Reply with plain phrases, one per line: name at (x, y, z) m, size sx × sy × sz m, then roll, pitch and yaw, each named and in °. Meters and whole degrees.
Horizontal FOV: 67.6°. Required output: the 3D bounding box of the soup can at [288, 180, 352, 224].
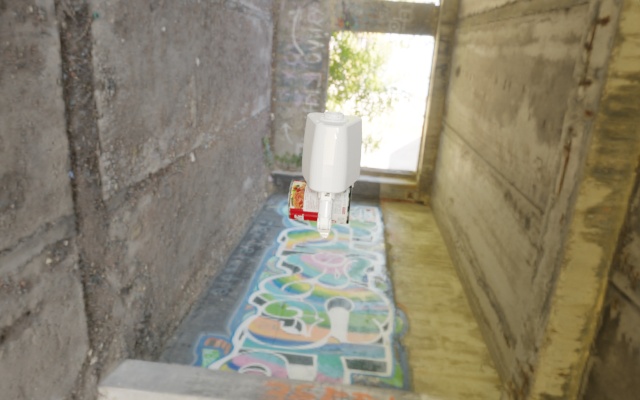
soup can at (0.000, 0.003, 0.807) m, size 0.102 × 0.068 × 0.068 m, roll 5°, pitch 0°, yaw 4°
